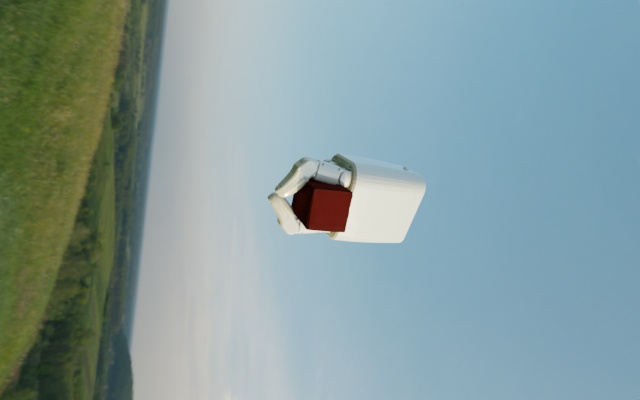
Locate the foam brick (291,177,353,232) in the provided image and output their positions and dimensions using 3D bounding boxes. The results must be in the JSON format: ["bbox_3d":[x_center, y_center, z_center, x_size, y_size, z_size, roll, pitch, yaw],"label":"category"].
[{"bbox_3d":[0.000,0.002,0.596,0.051,0.053,0.078,7,14,-20],"label":"foam brick"}]
